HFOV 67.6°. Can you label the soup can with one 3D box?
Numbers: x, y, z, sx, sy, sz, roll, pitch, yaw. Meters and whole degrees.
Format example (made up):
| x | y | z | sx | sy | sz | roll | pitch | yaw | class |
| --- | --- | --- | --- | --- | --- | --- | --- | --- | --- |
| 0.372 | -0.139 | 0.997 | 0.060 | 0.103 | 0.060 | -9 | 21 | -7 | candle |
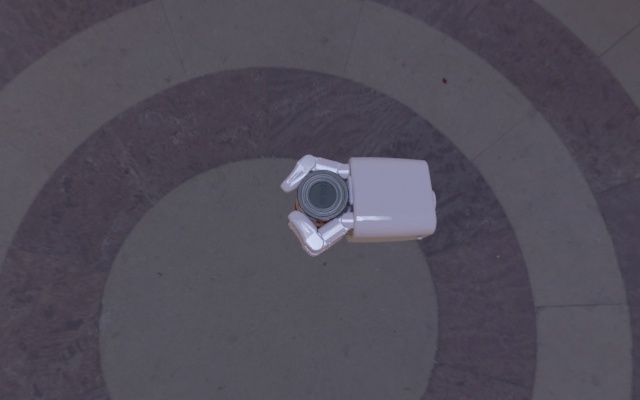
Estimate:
| x | y | z | sx | sy | sz | roll | pitch | yaw | class |
| --- | --- | --- | --- | --- | --- | --- | --- | --- | --- |
| 0.000 | 0.002 | 0.645 | 0.068 | 0.068 | 0.102 | 0 | -11 | -4 | soup can |
